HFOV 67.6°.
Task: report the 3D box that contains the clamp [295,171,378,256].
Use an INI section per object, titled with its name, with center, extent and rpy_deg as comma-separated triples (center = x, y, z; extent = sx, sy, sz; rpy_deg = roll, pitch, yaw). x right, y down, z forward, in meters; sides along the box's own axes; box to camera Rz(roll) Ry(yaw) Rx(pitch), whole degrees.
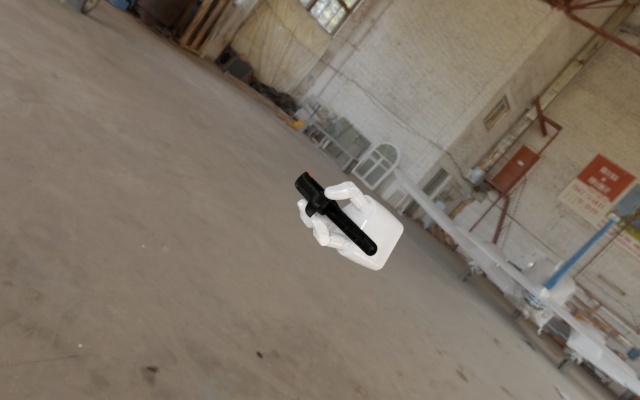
[clamp]
center = 0.001, 0.002, 0.823
extent = 0.165, 0.036, 0.210
rpy_deg = 35, 11, -43
